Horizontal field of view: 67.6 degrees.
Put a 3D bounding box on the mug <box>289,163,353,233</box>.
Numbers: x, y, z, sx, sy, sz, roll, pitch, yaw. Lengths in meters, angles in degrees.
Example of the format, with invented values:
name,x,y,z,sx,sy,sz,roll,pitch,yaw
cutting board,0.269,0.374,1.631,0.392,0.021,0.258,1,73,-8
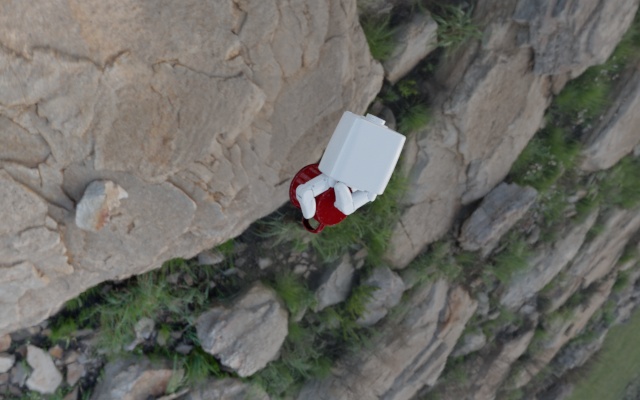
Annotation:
name,x,y,z,sx,sy,sz,roll,pitch,yaw
mug,0.000,0.004,0.840,0.093,0.117,0.081,10,19,-40
